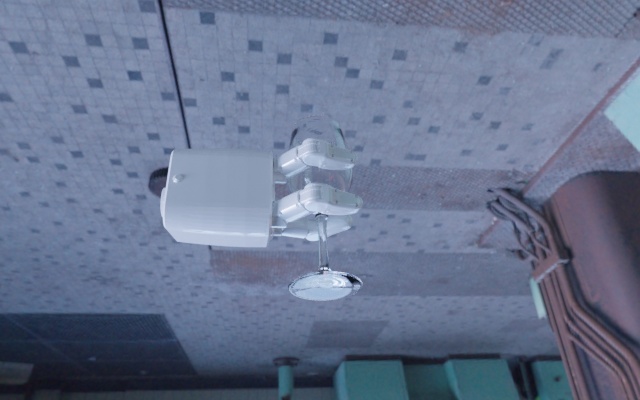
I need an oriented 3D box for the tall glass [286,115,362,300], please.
[{"bbox_3d":[0.000,0.002,0.526,0.079,0.201,0.079,-2,-31,-1],"label":"tall glass"}]
